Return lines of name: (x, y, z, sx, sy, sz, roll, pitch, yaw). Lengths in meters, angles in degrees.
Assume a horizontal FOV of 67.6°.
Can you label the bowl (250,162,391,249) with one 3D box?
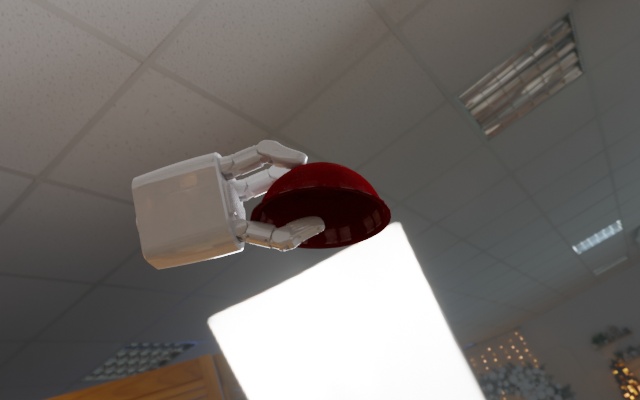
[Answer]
bowl: (0.001, 0.001, 0.562, 0.162, 0.055, 0.162, -1, -28, 0)
